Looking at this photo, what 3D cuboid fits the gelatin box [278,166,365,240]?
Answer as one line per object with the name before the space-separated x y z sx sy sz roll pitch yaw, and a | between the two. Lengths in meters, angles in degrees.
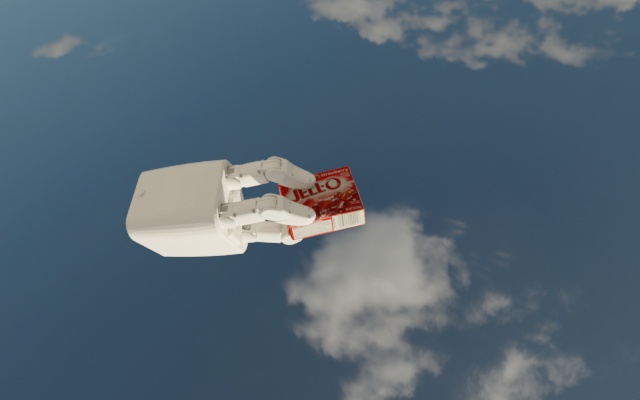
gelatin box | 0.000 0.002 0.556 0.089 0.073 0.030 -13 -43 -4
